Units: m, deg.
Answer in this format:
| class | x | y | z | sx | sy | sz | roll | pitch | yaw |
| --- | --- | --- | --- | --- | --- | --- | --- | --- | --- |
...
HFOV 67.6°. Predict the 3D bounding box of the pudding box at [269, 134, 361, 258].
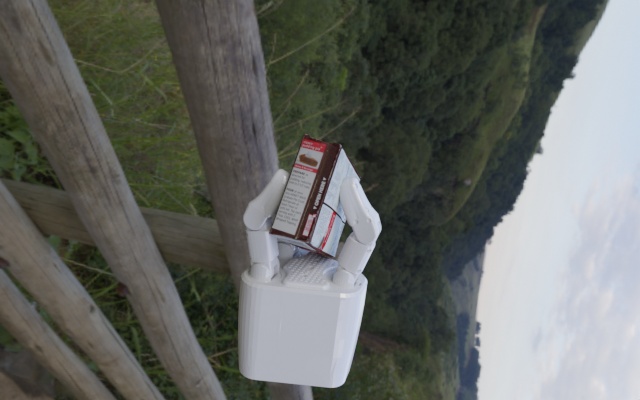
| class | x | y | z | sx | sy | sz | roll | pitch | yaw |
| --- | --- | --- | --- | --- | --- | --- | --- | --- | --- |
| pudding box | 0.000 | 0.002 | 0.439 | 0.039 | 0.090 | 0.113 | 16 | -8 | 14 |
